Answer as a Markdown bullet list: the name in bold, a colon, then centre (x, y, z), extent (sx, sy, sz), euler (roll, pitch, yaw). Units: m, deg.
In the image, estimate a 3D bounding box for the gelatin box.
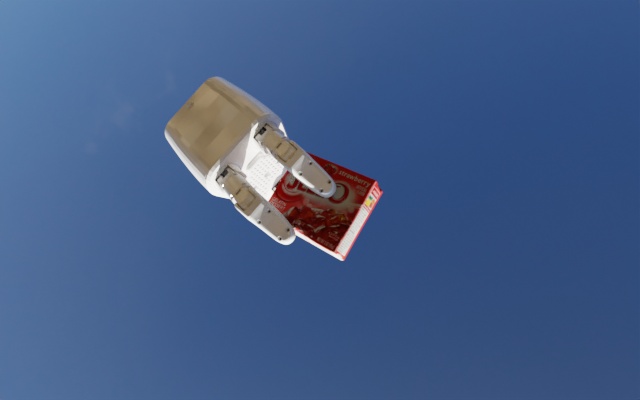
- **gelatin box**: centre (0.001, 0.002, 0.436), extent (0.089, 0.073, 0.030), euler (26, -10, 30)
